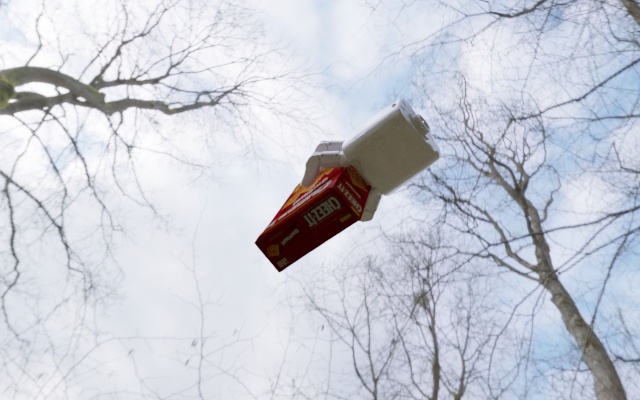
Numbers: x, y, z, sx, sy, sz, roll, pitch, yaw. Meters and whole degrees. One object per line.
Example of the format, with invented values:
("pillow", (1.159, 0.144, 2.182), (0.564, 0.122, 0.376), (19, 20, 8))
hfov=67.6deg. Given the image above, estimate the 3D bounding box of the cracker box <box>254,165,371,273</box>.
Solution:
("cracker box", (0.000, 0.003, 0.782), (0.164, 0.072, 0.213), (-36, 10, 25))
